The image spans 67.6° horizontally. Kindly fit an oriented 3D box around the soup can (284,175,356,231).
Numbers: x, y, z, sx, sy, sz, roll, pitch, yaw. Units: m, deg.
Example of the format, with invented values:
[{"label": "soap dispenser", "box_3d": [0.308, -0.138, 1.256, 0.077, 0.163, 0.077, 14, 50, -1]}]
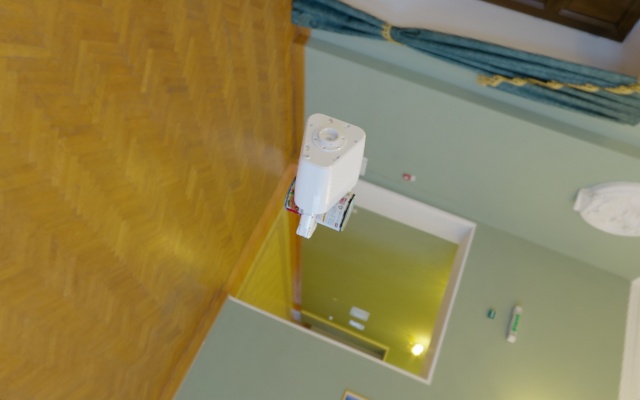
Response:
[{"label": "soup can", "box_3d": [0.000, 0.003, 0.794, 0.102, 0.068, 0.068, 21, 4, 9]}]
